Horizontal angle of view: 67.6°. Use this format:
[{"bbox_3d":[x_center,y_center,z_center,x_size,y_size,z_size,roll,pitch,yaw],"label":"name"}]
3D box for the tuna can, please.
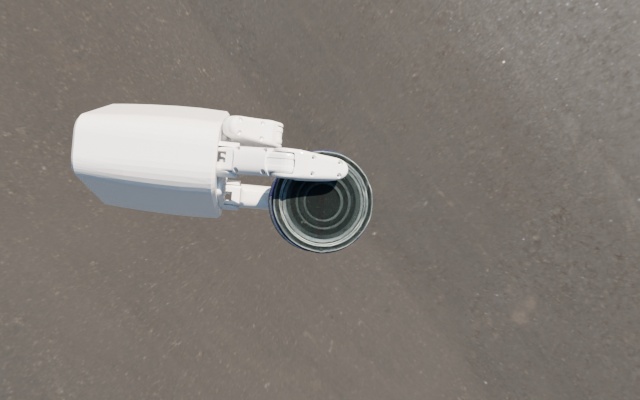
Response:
[{"bbox_3d":[0.000,0.001,0.401,0.086,0.086,0.034,0,-2,-10],"label":"tuna can"}]
